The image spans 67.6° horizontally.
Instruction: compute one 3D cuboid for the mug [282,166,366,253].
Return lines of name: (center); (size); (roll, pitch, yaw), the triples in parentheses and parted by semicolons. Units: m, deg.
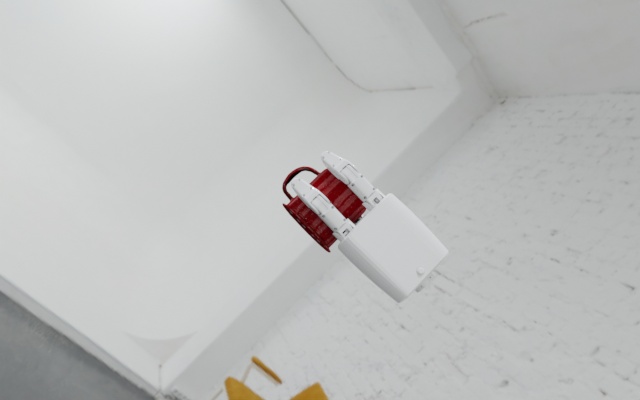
mug: (-0.001, 0.001, 0.657); (0.081, 0.117, 0.093); (-44, -8, -7)
